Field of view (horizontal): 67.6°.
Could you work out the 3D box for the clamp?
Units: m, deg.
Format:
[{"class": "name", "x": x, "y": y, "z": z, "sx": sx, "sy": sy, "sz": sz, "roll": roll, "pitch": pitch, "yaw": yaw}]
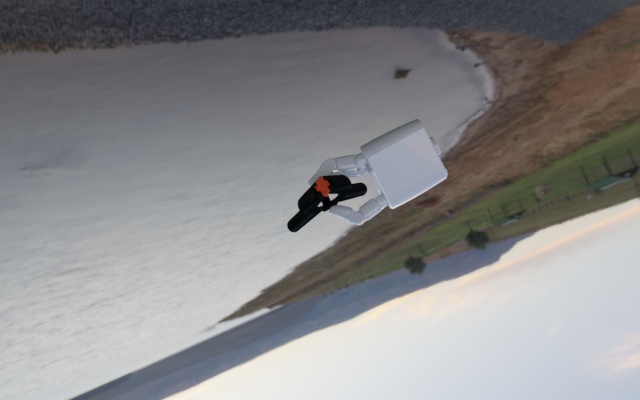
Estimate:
[{"class": "clamp", "x": 0.001, "y": 0.003, "z": 0.804, "sx": 0.164, "sy": 0.036, "sz": 0.210, "roll": -31, "pitch": -11, "yaw": 4}]
